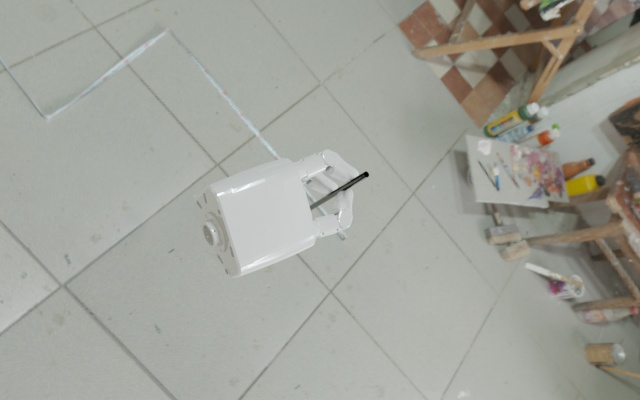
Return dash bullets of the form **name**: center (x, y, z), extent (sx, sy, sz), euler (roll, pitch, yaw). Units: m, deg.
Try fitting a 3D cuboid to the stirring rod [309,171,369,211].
- **stirring rod**: center (0.000, 0.002, 0.683), extent (0.011, 0.011, 0.239), euler (0, -16, -29)
